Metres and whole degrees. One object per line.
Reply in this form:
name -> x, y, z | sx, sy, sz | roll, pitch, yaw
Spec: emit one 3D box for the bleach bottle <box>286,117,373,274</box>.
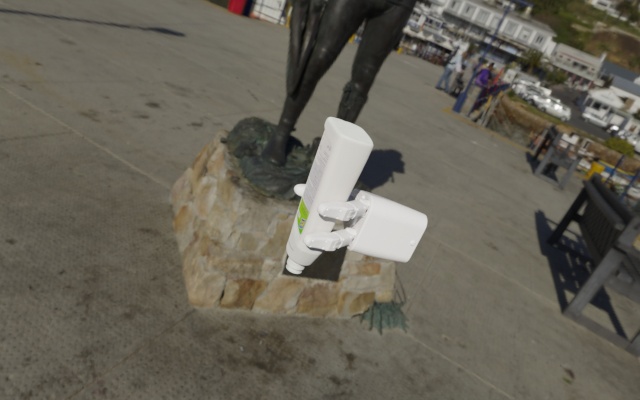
bleach bottle -> 0.000, 0.002, 0.756 | 0.068, 0.251, 0.102 | 16, 23, -17
